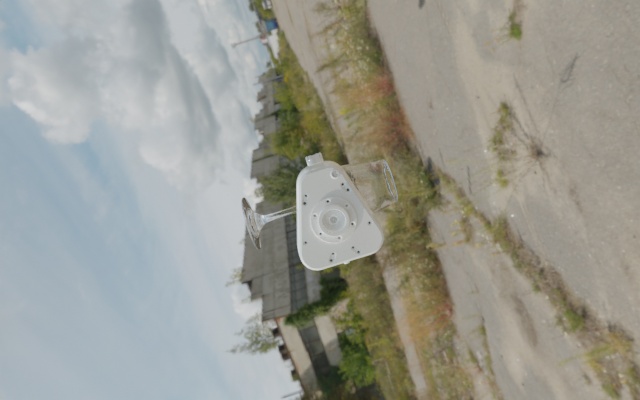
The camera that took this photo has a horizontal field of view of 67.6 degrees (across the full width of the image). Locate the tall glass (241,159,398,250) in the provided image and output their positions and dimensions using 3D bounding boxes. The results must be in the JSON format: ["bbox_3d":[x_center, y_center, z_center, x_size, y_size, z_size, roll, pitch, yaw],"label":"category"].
[{"bbox_3d":[-0.001,0.002,0.649,0.201,0.079,0.079,-17,0,1],"label":"tall glass"}]
